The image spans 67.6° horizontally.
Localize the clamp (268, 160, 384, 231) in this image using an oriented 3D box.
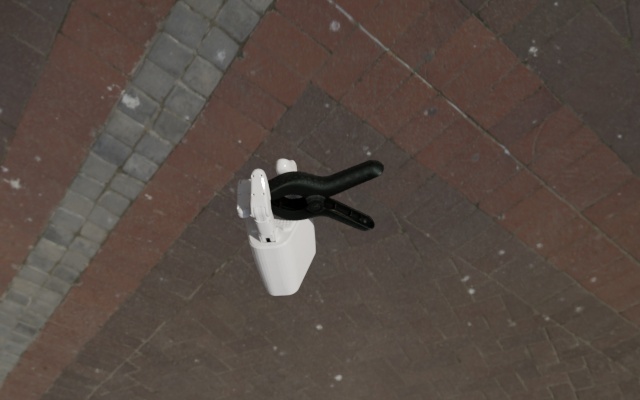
[{"bbox_3d":[0.000,0.002,0.635,0.171,0.120,0.039,-4,39,6],"label":"clamp"}]
